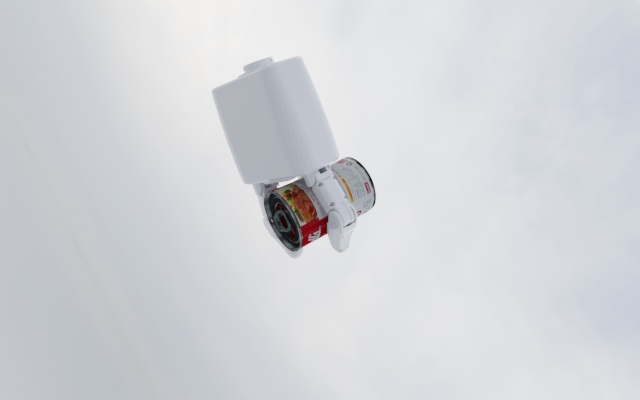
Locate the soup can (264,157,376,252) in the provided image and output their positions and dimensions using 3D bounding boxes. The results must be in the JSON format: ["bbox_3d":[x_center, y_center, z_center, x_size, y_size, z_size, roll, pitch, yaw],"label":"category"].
[{"bbox_3d":[0.001,0.002,0.511,0.102,0.068,0.068,-27,13,-26],"label":"soup can"}]
